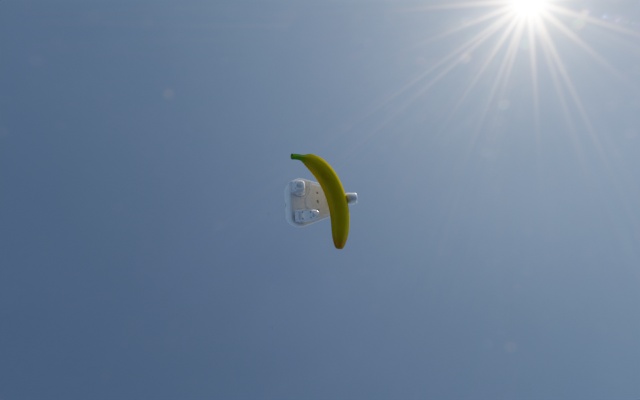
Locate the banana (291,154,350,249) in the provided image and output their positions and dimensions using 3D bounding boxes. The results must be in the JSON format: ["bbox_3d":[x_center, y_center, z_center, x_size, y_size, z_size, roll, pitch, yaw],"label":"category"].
[{"bbox_3d":[0.014,-0.009,0.888,0.069,0.198,0.037,-29,5,-17],"label":"banana"}]
